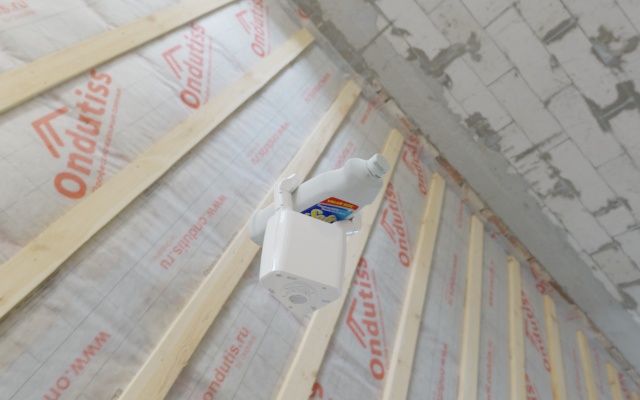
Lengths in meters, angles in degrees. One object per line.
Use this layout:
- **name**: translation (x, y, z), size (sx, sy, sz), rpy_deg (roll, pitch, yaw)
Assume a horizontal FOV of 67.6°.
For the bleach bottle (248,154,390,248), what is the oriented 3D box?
- **bleach bottle**: translation (0.000, 0.002, 0.743), size (0.102, 0.068, 0.251), rpy_deg (32, -49, -28)
